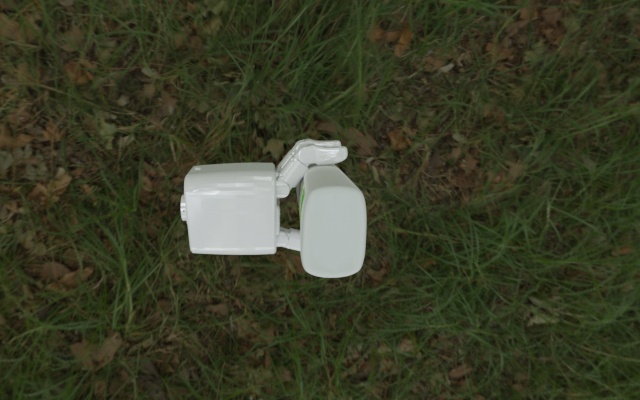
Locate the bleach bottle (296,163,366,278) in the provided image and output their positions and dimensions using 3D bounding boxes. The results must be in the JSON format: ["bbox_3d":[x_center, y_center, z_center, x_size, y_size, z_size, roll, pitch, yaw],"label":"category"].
[{"bbox_3d":[0.000,0.002,0.602,0.068,0.102,0.250,1,14,-7],"label":"bleach bottle"}]
